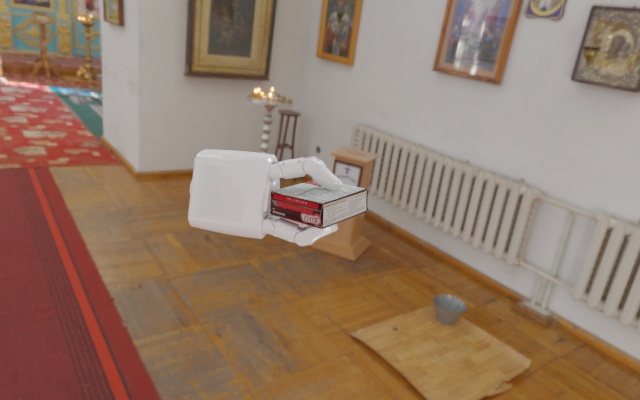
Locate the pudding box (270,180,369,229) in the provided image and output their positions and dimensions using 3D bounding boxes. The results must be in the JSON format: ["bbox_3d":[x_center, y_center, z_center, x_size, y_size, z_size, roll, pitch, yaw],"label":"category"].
[{"bbox_3d":[0.000,0.002,0.658,0.090,0.039,0.113,15,21,35],"label":"pudding box"}]
